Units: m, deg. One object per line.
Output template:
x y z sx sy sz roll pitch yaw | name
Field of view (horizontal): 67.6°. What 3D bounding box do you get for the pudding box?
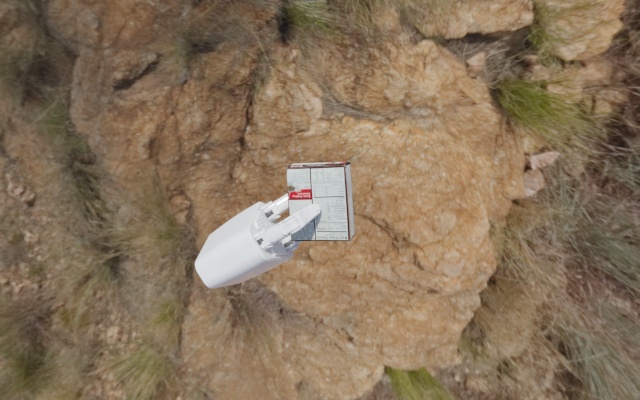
0.000 0.002 0.688 0.090 0.113 0.039 -1 13 14 | pudding box
